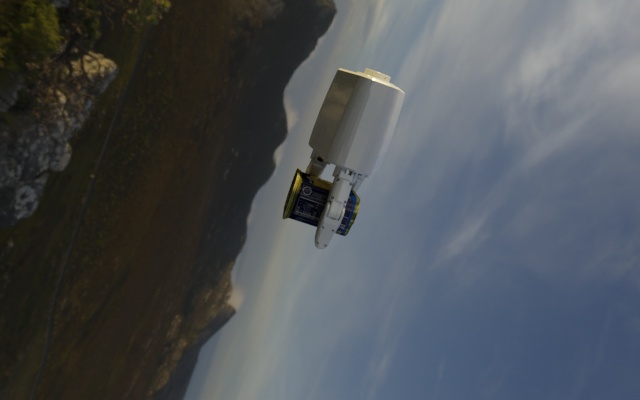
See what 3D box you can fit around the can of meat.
[{"bbox_3d":[0.000,0.002,0.617,0.084,0.057,0.102,18,10,-6],"label":"can of meat"}]
